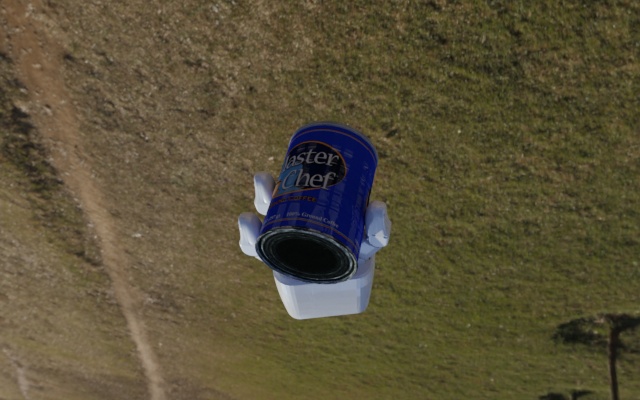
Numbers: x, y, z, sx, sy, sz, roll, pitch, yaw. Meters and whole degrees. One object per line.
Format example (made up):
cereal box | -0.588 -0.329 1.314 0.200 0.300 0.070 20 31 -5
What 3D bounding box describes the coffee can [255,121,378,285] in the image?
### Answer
coffee can | 0.000 0.001 0.501 0.103 0.140 0.103 10 -36 7
